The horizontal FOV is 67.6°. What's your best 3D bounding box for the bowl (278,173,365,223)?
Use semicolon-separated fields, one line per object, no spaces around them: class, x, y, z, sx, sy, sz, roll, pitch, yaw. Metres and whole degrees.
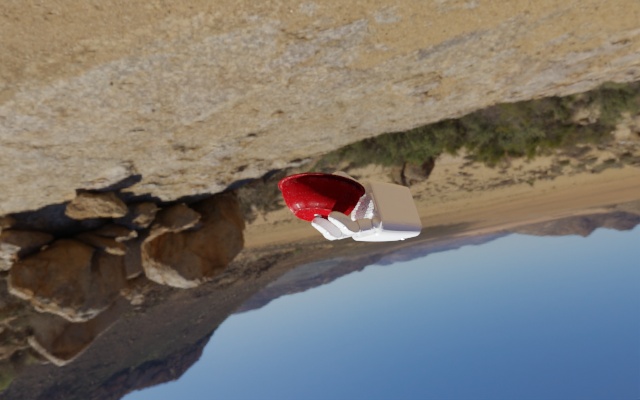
bowl;-0.001;0.003;0.873;0.162;0.055;0.162;5;-18;2
